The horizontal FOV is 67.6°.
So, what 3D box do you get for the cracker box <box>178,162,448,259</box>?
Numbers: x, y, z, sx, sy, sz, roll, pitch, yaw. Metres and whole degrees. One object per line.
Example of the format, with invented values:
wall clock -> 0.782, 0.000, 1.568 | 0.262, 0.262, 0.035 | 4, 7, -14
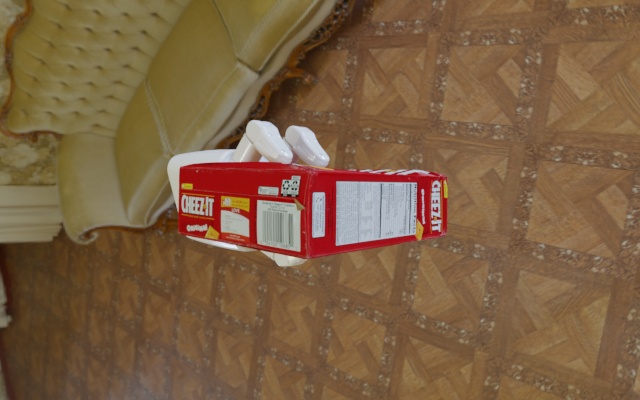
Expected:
cracker box -> 0.000, 0.002, 0.460 | 0.164, 0.072, 0.213 | 4, 5, 41
